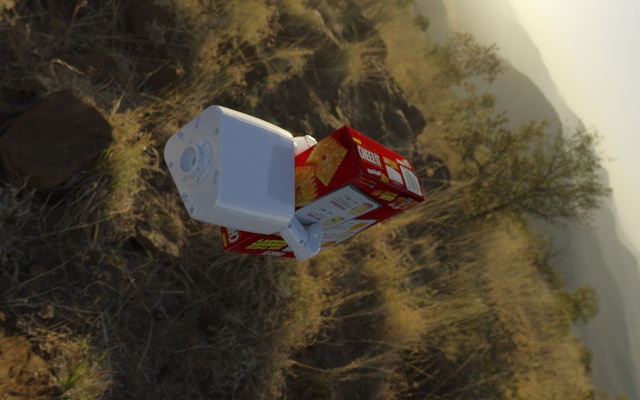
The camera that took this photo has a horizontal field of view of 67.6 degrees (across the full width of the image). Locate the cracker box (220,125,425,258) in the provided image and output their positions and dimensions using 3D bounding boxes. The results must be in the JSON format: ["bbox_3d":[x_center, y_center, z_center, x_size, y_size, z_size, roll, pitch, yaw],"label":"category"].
[{"bbox_3d":[0.000,0.002,0.615,0.214,0.072,0.164,-29,-25,29],"label":"cracker box"}]
